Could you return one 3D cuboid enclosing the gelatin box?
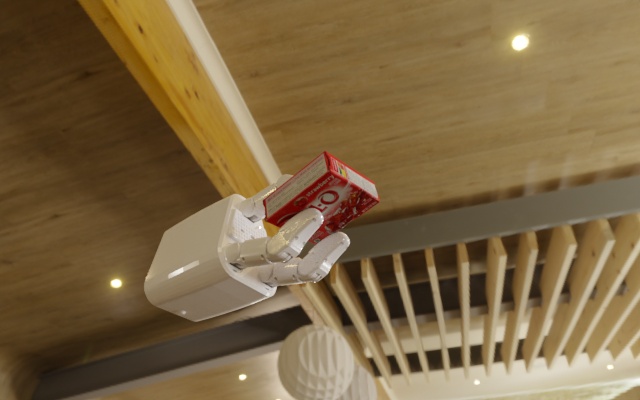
[{"bbox_3d":[0.000,0.001,0.462,0.089,0.030,0.073,-37,-45,27],"label":"gelatin box"}]
